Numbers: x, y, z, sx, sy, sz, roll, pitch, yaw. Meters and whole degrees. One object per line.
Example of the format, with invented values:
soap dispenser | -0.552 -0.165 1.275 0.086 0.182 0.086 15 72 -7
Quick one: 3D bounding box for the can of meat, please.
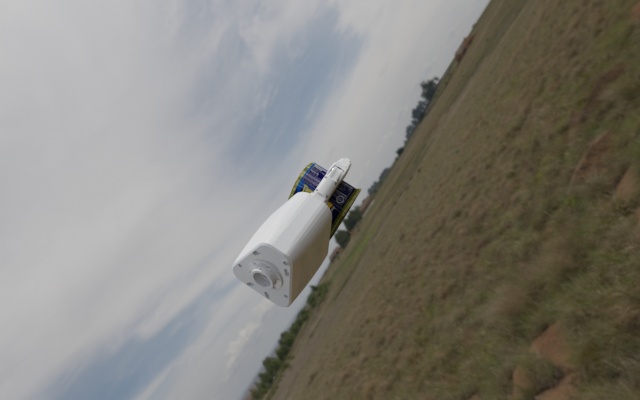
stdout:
can of meat | 0.000 0.002 0.703 0.084 0.057 0.102 32 -41 5
